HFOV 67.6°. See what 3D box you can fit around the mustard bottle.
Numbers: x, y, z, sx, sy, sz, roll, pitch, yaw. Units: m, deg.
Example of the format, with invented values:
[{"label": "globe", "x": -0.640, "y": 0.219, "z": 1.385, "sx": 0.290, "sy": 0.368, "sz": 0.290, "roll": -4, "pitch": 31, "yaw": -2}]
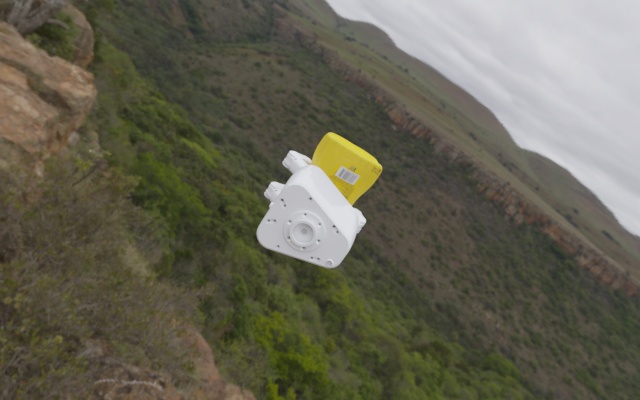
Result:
[{"label": "mustard bottle", "x": 0.000, "y": 0.002, "z": 0.706, "sx": 0.096, "sy": 0.192, "sz": 0.058, "roll": 27, "pitch": 17, "yaw": -24}]
